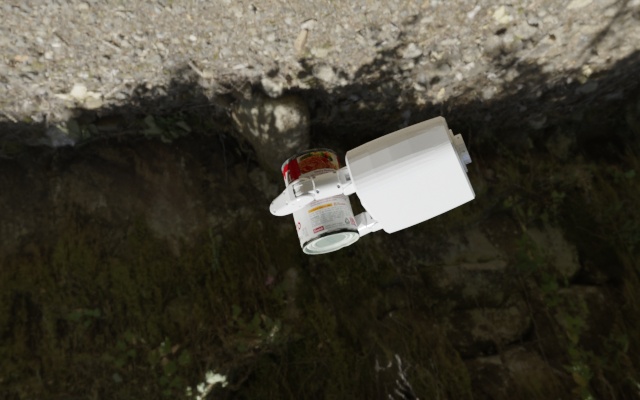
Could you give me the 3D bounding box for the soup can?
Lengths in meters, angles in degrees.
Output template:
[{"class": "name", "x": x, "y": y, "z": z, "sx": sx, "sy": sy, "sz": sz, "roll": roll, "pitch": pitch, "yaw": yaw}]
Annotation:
[{"class": "soup can", "x": 0.000, "y": 0.002, "z": 0.543, "sx": 0.068, "sy": 0.102, "sz": 0.068, "roll": -13, "pitch": -21, "yaw": -5}]
